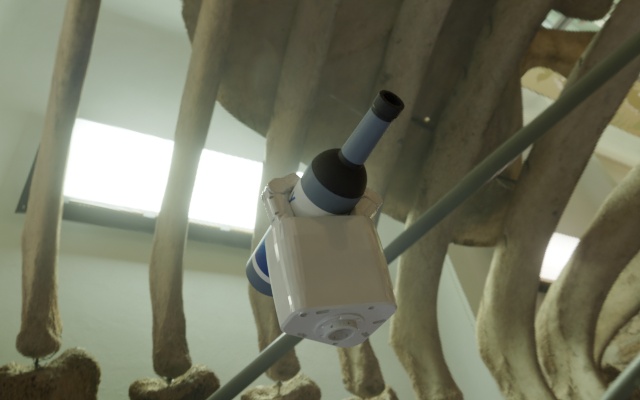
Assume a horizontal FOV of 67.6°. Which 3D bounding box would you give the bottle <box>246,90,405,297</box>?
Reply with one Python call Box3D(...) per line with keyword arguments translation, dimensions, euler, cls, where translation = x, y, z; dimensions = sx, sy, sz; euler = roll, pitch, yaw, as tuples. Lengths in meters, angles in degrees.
Box3D(translation=(0.000, 0.002, 0.531), dimensions=(0.069, 0.069, 0.296), euler=(0, -40, -36), cls="bottle")
